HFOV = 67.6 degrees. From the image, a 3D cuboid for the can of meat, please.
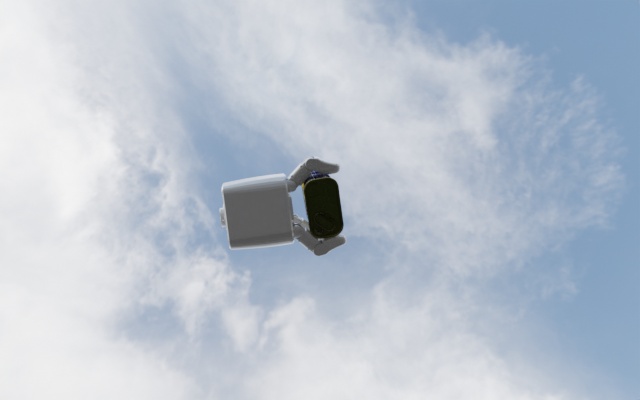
[{"bbox_3d":[0.000,0.002,0.813,0.057,0.102,0.084,-10,16,-6],"label":"can of meat"}]
